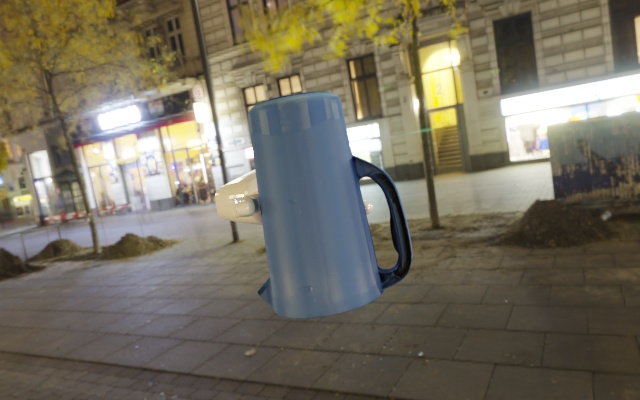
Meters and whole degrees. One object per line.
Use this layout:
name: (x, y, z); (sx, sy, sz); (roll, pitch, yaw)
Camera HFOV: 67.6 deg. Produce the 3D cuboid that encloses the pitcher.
pitcher: (0.000, 0.002, 0.555); (0.149, 0.243, 0.145); (-13, 6, -33)
